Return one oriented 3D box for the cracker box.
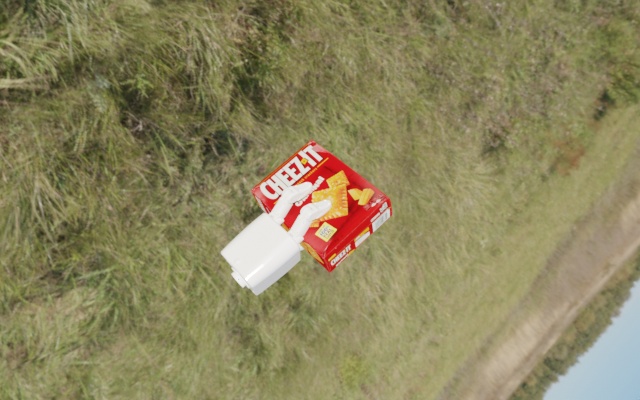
[{"bbox_3d":[0.000,0.003,0.888,0.213,0.164,0.072,40,-17,30],"label":"cracker box"}]
